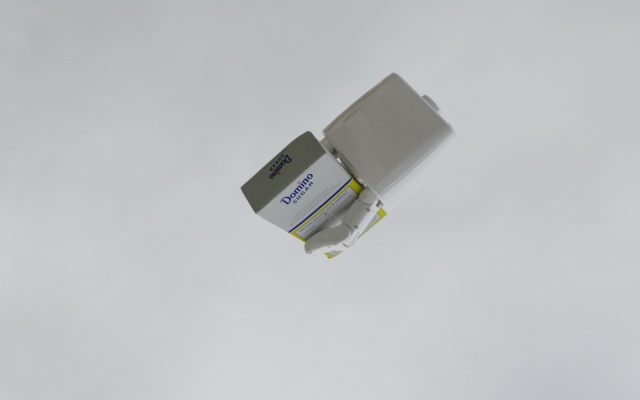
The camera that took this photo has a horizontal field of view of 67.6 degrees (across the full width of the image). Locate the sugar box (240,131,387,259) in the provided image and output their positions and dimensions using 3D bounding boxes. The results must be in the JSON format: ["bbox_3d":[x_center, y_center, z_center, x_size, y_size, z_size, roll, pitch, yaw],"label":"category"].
[{"bbox_3d":[0.000,0.001,0.531,0.093,0.048,0.176,-40,-36,7],"label":"sugar box"}]
